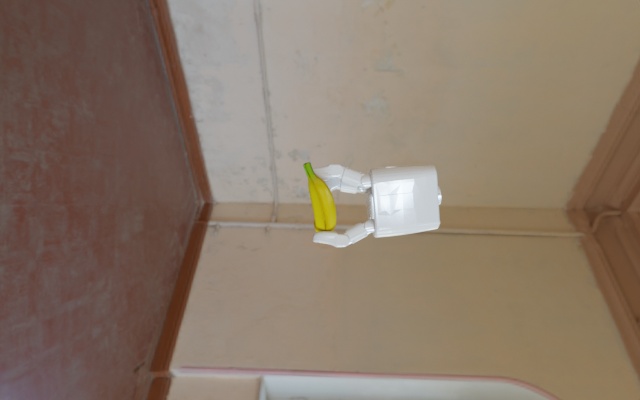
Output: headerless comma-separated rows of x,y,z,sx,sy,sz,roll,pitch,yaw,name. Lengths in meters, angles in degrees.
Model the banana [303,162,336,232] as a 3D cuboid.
0.004,0.016,0.787,0.037,0.069,0.198,-13,-31,-4,banana
